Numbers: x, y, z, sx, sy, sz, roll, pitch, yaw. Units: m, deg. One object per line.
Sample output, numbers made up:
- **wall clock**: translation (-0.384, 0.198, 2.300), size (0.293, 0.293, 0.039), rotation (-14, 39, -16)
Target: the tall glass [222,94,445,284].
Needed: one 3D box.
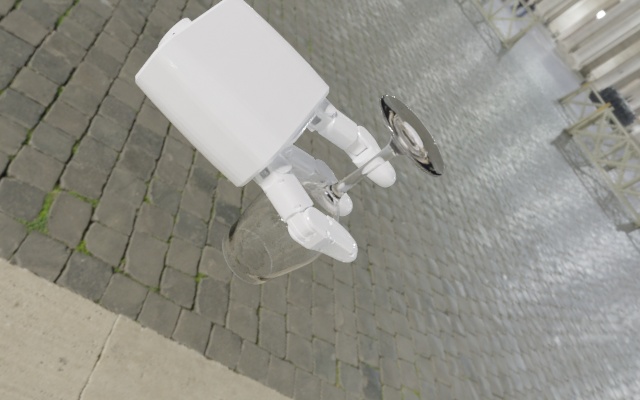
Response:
- **tall glass**: translation (0.001, 0.001, 0.405), size (0.201, 0.079, 0.079), rotation (-37, -21, 31)
